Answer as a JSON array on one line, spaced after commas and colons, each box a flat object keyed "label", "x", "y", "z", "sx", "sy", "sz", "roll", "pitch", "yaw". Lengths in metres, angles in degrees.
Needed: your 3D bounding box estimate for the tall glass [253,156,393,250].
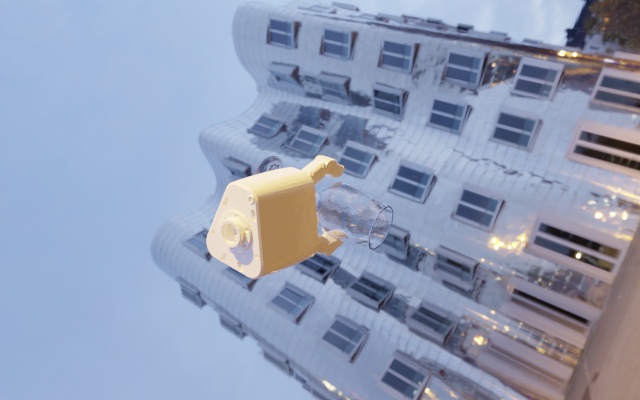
[{"label": "tall glass", "x": 0.000, "y": 0.002, "z": 0.672, "sx": 0.201, "sy": 0.079, "sz": 0.079, "roll": 23, "pitch": 12, "yaw": 29}]
